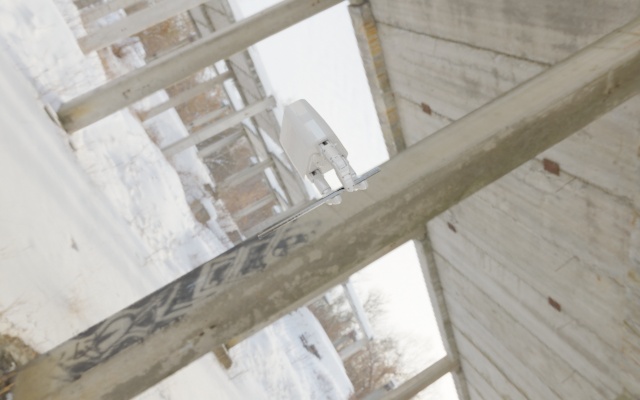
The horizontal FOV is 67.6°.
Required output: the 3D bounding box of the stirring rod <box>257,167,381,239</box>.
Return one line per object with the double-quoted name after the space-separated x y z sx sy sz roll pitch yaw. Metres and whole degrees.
0.000 0.003 0.813 0.239 0.011 0.011 -29 6 -10 "stirring rod"
